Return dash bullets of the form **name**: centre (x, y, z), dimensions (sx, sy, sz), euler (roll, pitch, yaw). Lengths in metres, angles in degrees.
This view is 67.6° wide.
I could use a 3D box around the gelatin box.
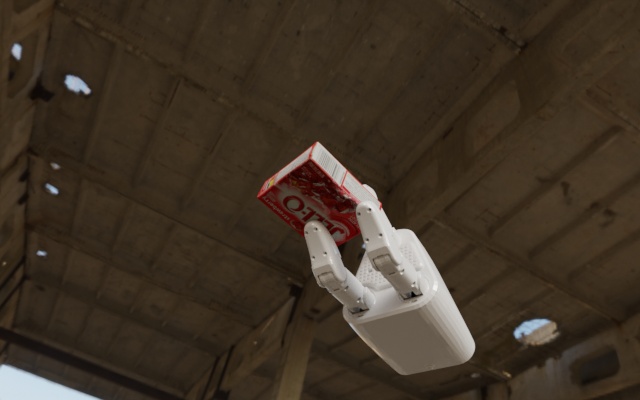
- **gelatin box**: centre (0.000, 0.001, 0.434), dimensions (0.073, 0.089, 0.030), euler (-33, 24, 35)
